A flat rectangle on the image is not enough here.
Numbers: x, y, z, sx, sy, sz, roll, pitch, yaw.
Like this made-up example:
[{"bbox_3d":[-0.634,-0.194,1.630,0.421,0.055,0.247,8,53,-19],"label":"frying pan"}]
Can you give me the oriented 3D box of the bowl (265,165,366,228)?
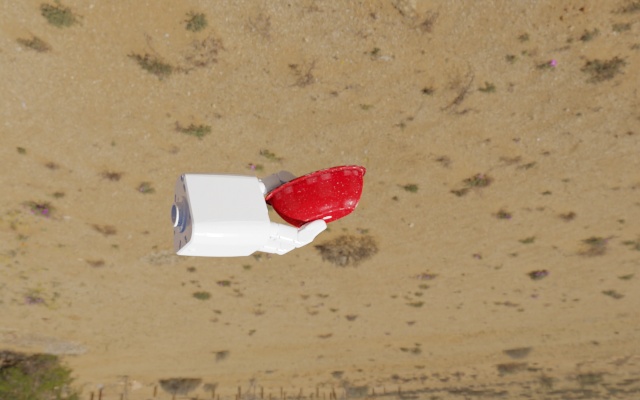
[{"bbox_3d":[0.001,0.003,0.724,0.162,0.055,0.162,-17,-12,-4],"label":"bowl"}]
